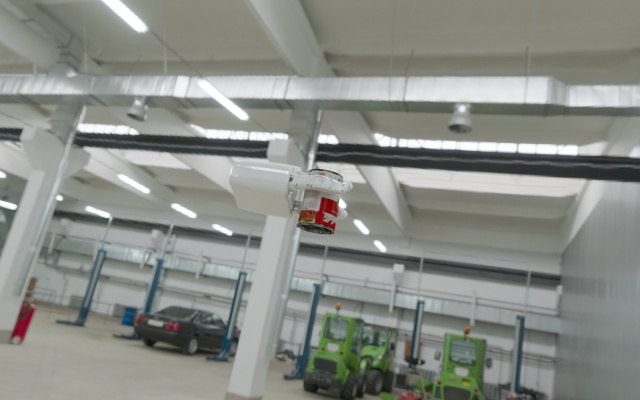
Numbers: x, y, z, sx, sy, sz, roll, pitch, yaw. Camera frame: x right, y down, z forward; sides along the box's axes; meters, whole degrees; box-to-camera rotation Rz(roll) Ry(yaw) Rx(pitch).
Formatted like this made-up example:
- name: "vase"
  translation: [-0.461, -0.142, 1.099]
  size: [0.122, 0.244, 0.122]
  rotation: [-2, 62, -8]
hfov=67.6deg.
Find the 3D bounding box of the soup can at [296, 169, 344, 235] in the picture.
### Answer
- name: "soup can"
  translation: [0.001, 0.003, 0.843]
  size: [0.068, 0.102, 0.068]
  rotation: [10, -15, 3]
